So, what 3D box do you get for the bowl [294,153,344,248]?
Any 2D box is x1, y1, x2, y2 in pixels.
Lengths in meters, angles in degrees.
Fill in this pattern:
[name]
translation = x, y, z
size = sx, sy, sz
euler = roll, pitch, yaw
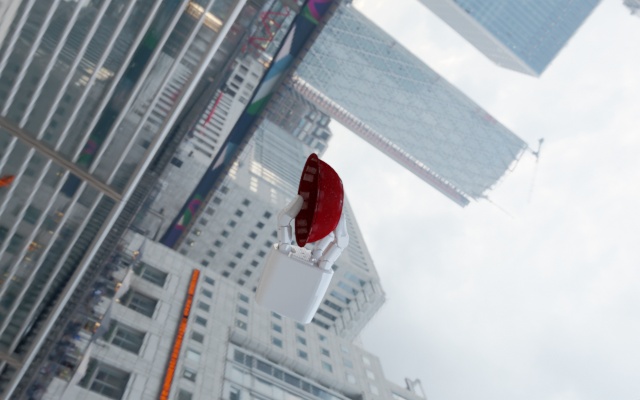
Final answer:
[bowl]
translation = 0.001, 0.002, 0.808
size = 0.055, 0.162, 0.162
euler = 8, -2, -14
